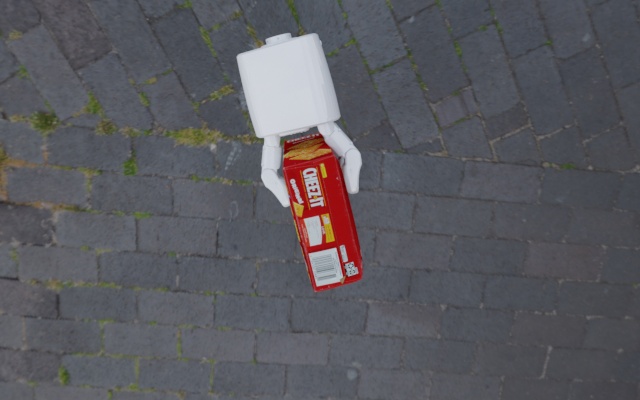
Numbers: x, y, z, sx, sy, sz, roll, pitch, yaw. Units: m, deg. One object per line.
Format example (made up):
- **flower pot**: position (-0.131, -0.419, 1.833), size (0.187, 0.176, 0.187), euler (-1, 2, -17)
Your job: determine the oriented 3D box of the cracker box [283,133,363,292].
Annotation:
- **cracker box**: position (0.000, 0.002, 0.662), size (0.072, 0.164, 0.213), euler (-14, 16, 1)
